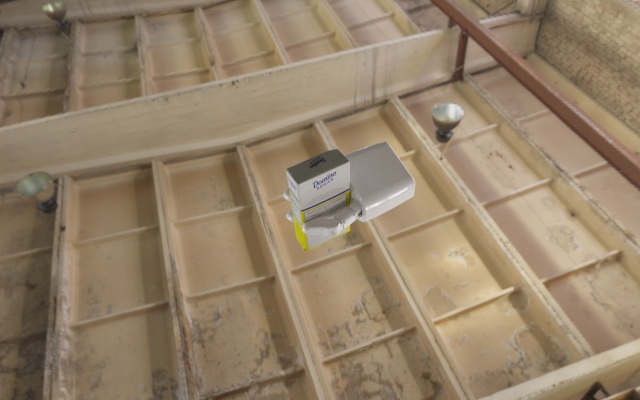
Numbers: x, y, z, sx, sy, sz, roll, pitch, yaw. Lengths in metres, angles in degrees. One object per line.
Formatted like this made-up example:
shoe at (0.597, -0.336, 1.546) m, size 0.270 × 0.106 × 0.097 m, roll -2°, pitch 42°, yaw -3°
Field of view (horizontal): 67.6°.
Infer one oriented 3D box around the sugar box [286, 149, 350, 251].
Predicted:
sugar box at (0.000, 0.002, 0.785) m, size 0.093 × 0.176 × 0.048 m, roll -24°, pitch 50°, yaw -17°
